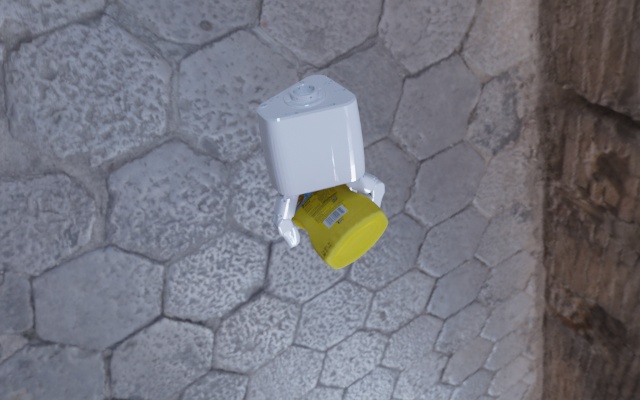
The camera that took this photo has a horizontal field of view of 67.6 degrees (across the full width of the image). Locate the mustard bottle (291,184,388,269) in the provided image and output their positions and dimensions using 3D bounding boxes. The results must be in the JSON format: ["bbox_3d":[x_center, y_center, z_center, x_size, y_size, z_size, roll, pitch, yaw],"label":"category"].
[{"bbox_3d":[0.000,0.002,0.652,0.191,0.096,0.058,46,-1,44],"label":"mustard bottle"}]
